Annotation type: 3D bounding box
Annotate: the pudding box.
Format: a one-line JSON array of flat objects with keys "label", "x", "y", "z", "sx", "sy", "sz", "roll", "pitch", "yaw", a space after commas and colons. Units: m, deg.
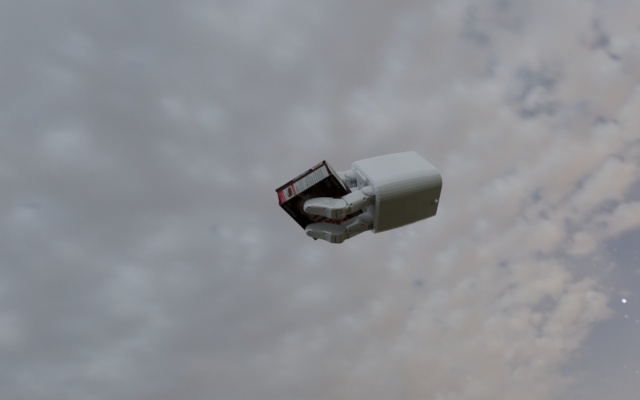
[{"label": "pudding box", "x": 0.000, "y": 0.002, "z": 0.711, "sx": 0.090, "sy": 0.039, "sz": 0.113, "roll": -31, "pitch": -45, "yaw": 10}]
